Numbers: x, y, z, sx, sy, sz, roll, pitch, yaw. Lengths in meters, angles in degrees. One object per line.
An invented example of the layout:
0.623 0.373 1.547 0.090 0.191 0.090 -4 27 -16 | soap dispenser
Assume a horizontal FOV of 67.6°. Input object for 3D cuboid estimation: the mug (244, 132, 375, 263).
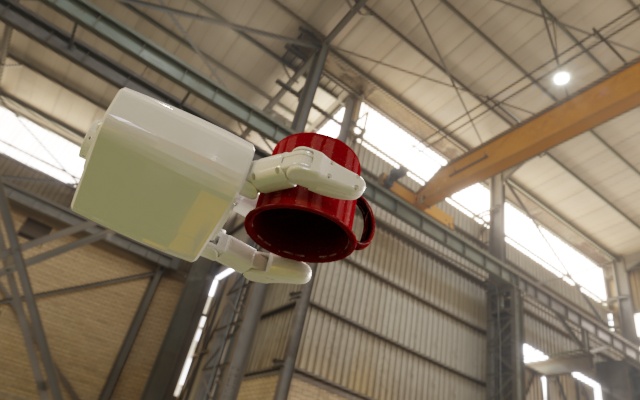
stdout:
0.001 0.002 0.414 0.117 0.081 0.093 26 -35 -21 | mug
